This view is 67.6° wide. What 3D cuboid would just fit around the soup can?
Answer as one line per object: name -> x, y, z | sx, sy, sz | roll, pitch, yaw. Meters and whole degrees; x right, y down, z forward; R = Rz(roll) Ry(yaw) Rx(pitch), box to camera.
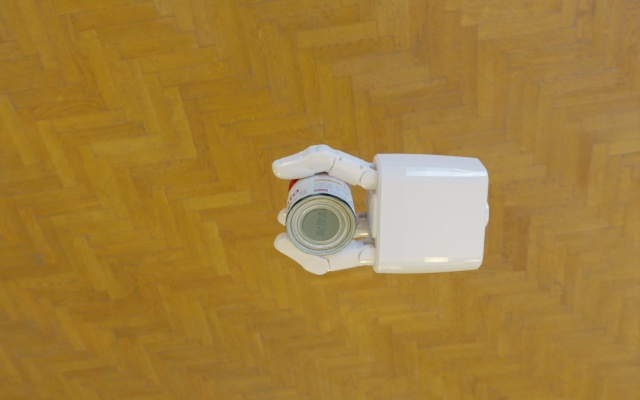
soup can -> 0.000, 0.002, 0.482 | 0.068, 0.068, 0.102 | 0, 27, -1
